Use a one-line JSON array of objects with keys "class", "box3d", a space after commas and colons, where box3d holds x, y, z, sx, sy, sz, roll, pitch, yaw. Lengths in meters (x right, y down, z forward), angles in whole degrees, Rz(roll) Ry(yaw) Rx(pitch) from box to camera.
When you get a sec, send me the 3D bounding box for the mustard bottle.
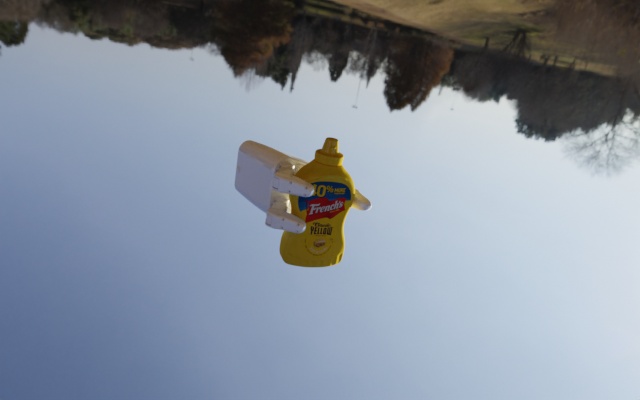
[{"class": "mustard bottle", "box3d": [0.000, 0.003, 0.696, 0.096, 0.192, 0.058, 3, 21, -18]}]
